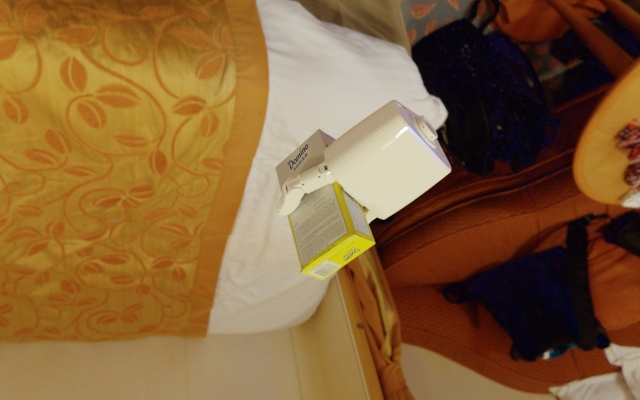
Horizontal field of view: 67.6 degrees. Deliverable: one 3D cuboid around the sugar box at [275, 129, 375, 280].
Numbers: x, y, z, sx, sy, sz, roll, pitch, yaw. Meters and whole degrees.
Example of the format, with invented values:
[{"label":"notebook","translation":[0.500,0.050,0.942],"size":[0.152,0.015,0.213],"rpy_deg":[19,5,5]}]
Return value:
[{"label":"sugar box","translation":[0.001,0.002,0.614],"size":[0.093,0.176,0.048],"rpy_deg":[-38,-44,27]}]
